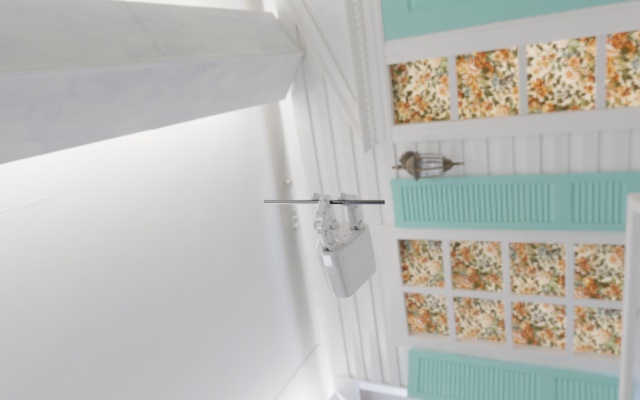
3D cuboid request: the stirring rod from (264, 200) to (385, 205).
[{"bbox_3d":[0.000,0.003,0.855,0.239,0.011,0.011,0,0,28],"label":"stirring rod"}]
